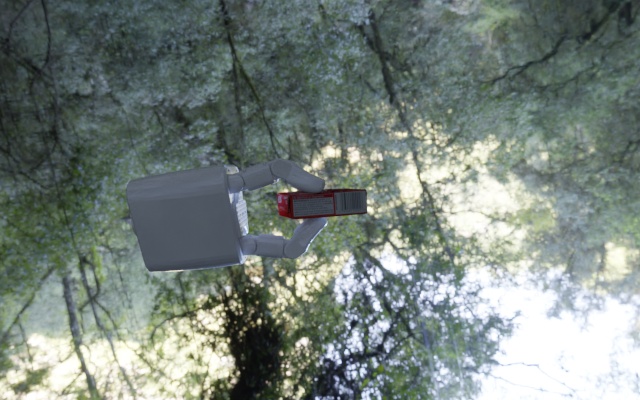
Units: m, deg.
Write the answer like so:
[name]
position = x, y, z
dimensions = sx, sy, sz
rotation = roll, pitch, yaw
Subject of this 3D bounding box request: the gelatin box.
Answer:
[gelatin box]
position = 0.000, 0.002, 0.544
dimensions = 0.089, 0.030, 0.073
rotation = -4, 3, -14
